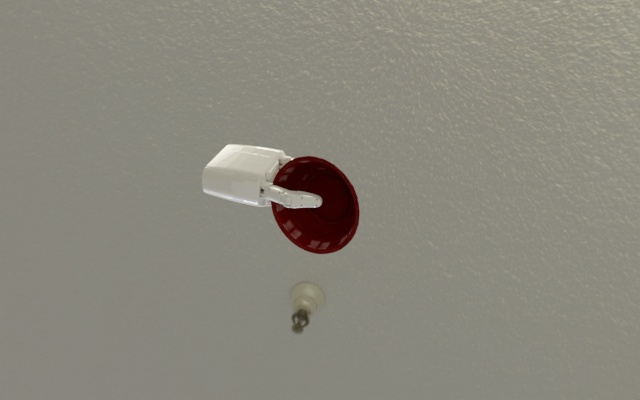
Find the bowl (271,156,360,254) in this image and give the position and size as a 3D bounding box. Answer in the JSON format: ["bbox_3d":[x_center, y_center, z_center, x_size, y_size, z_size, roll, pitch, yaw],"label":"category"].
[{"bbox_3d":[0.001,0.003,0.775,0.162,0.162,0.055,0,16,30],"label":"bowl"}]
